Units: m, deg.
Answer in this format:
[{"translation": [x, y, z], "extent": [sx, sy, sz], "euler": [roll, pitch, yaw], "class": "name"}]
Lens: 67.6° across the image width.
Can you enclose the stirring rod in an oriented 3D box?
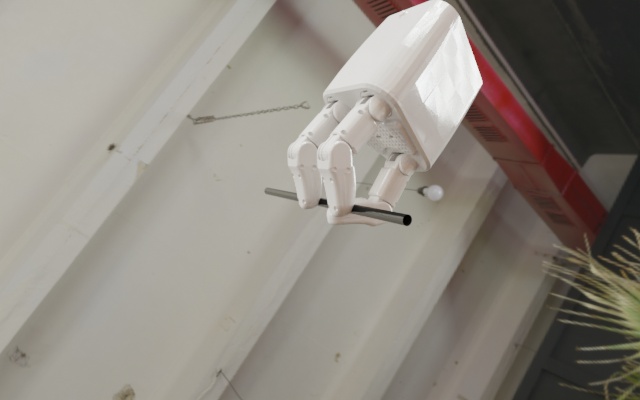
[{"translation": [0.000, 0.001, 0.428], "extent": [0.011, 0.011, 0.239], "euler": [0, 6, -30], "class": "stirring rod"}]
